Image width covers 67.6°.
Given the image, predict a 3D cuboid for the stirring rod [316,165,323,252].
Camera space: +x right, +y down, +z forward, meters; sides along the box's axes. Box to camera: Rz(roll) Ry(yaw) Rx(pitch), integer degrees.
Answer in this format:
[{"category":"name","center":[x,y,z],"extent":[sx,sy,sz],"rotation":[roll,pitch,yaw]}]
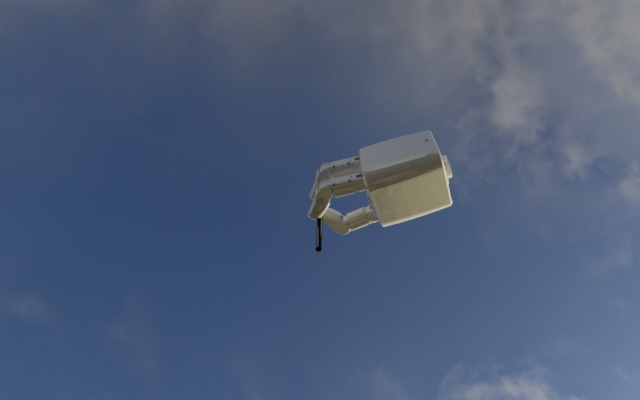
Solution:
[{"category":"stirring rod","center":[0.000,0.002,0.717],"extent":[0.011,0.011,0.239],"rotation":[0,30,1]}]
